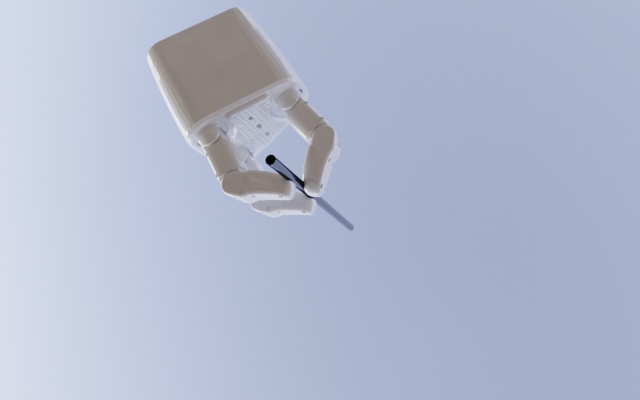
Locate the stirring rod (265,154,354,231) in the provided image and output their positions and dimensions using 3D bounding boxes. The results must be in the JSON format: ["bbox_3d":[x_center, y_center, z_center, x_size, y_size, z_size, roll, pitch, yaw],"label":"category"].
[{"bbox_3d":[0.000,0.001,0.447,0.011,0.011,0.239,0,-15,18],"label":"stirring rod"}]
